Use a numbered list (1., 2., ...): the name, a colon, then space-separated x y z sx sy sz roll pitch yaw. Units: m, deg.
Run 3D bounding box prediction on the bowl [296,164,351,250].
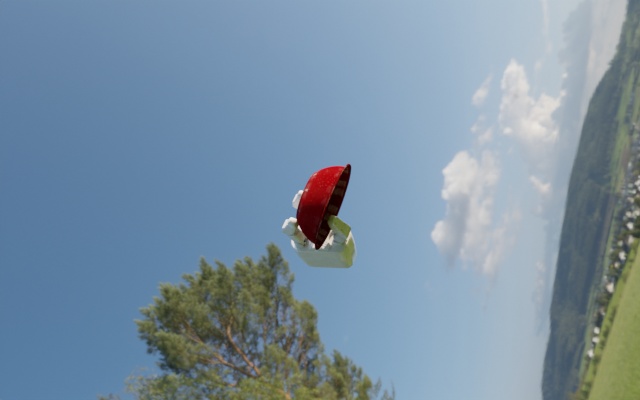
1. bowl: 0.000 0.002 0.839 0.055 0.162 0.162 21 4 9
